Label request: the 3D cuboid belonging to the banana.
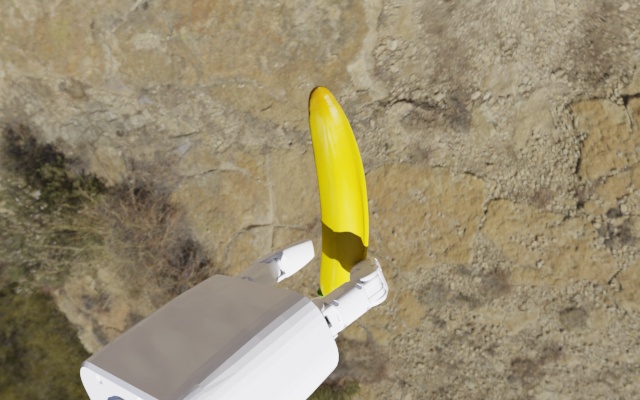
[{"bbox_3d":[0.011,0.010,0.390,0.037,0.198,0.069,-15,26,-34],"label":"banana"}]
